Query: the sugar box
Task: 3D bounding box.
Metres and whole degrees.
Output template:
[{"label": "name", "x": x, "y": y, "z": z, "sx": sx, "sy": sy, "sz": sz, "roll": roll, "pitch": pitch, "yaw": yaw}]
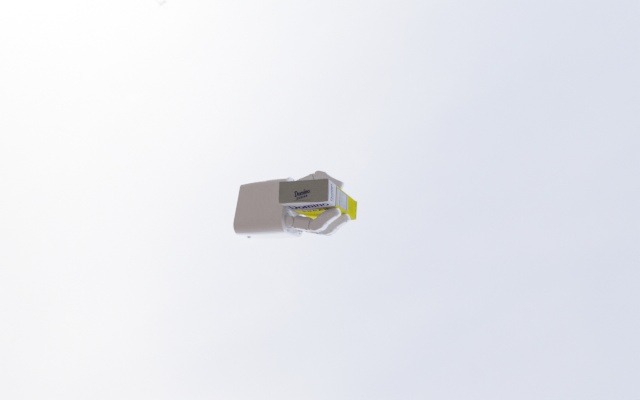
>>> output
[{"label": "sugar box", "x": 0.000, "y": 0.003, "z": 0.877, "sx": 0.093, "sy": 0.048, "sz": 0.176, "roll": -3, "pitch": -11, "yaw": 20}]
